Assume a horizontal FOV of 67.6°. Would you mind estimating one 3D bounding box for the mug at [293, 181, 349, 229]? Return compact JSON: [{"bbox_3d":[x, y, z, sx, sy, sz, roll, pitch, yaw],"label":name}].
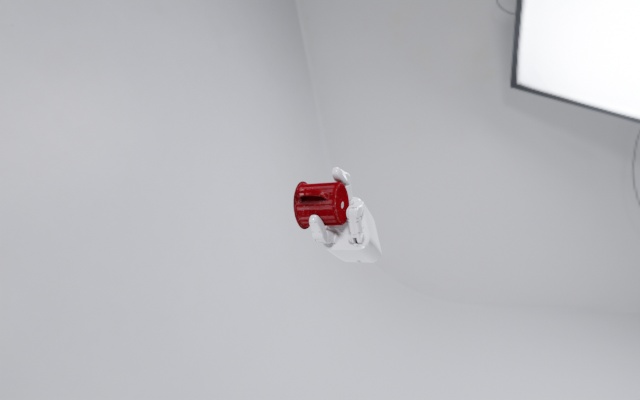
[{"bbox_3d":[0.000,0.002,0.893,0.081,0.093,0.117,-3,-23,22],"label":"mug"}]
